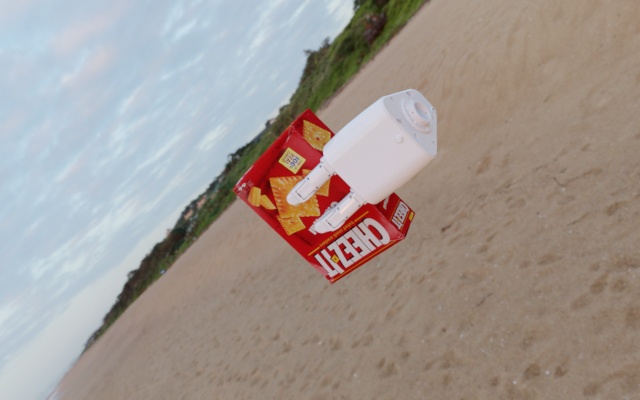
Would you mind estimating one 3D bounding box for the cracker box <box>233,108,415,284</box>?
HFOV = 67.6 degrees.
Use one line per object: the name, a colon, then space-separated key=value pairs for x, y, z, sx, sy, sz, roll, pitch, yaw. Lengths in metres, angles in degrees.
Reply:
cracker box: x=0.000 y=0.002 z=0.689 sx=0.164 sy=0.214 sz=0.072 roll=-40 pitch=10 yaw=39
